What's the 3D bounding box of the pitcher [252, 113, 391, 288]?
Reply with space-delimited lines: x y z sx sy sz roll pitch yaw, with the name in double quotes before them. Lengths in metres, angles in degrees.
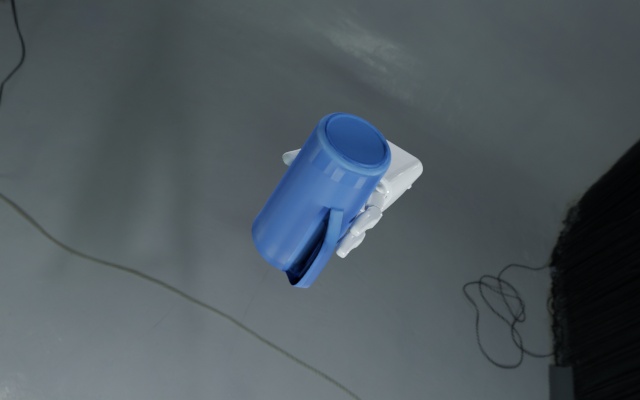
"pitcher" 0.000 0.002 0.683 0.145 0.149 0.243 -33 -16 -43
